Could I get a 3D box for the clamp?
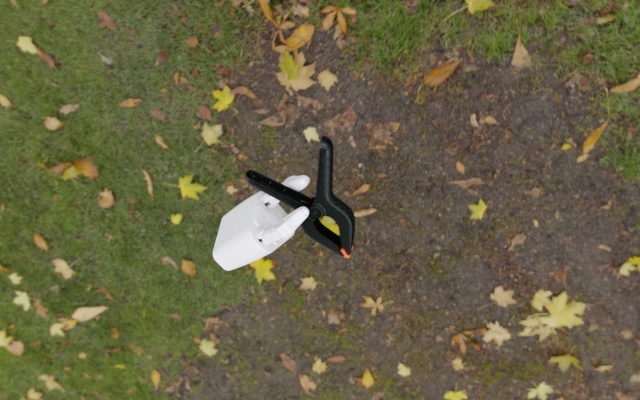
[{"bbox_3d":[0.000,0.003,0.753,0.164,0.210,0.036,-28,21,35],"label":"clamp"}]
